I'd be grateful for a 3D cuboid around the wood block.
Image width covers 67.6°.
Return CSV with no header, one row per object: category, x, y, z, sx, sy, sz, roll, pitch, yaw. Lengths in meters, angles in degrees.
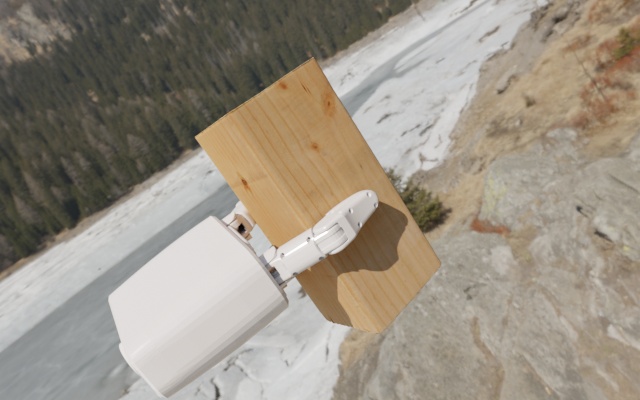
wood block,0.000,0.001,0.408,0.090,0.206,0.091,-41,15,-26
